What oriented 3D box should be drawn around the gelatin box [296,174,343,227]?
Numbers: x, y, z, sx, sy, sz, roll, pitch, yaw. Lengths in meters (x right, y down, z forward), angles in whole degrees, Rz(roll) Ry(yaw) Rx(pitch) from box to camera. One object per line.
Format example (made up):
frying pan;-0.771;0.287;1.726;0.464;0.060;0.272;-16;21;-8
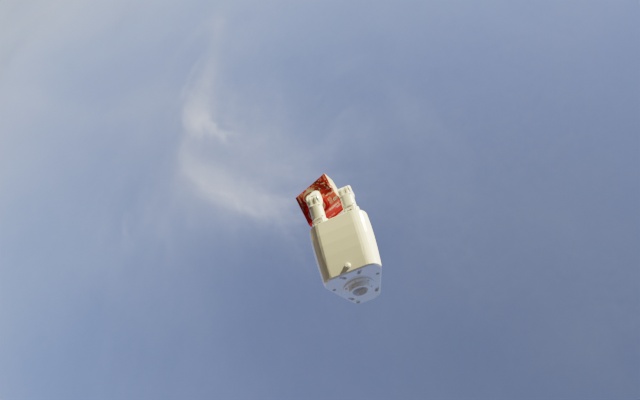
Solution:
gelatin box;0.000;0.003;0.866;0.030;0.073;0.089;42;13;-38
